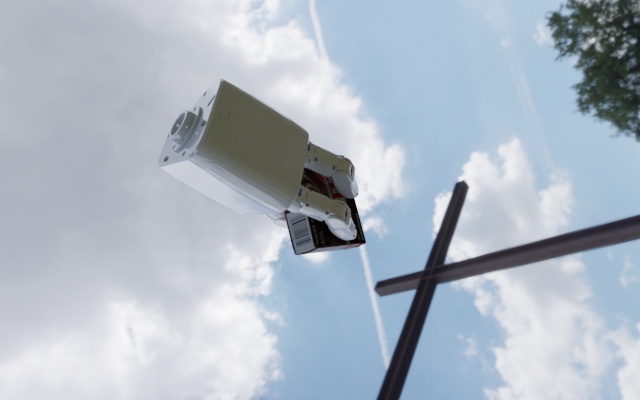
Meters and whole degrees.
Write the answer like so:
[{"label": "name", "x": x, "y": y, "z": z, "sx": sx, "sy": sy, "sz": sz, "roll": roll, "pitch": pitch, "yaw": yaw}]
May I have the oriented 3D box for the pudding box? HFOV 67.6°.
[{"label": "pudding box", "x": 0.000, "y": 0.002, "z": 0.541, "sx": 0.039, "sy": 0.113, "sz": 0.090, "roll": -21, "pitch": -14, "yaw": 41}]
